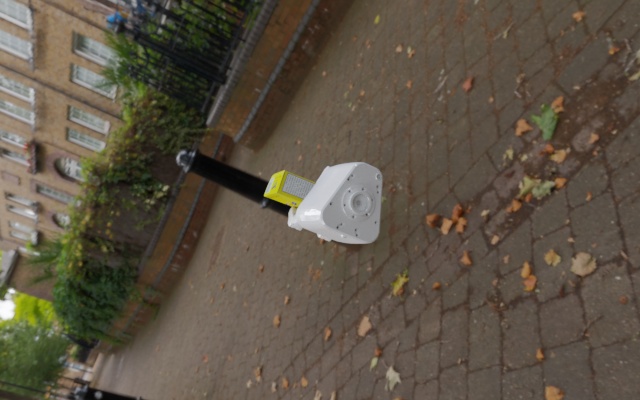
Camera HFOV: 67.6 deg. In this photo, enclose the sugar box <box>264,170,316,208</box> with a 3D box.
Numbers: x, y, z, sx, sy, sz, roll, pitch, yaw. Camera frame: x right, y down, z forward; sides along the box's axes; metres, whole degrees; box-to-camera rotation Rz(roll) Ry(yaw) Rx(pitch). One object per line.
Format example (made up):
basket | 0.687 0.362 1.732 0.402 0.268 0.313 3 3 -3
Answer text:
sugar box | 0.000 0.003 0.814 0.176 0.048 0.093 24 -10 -17
